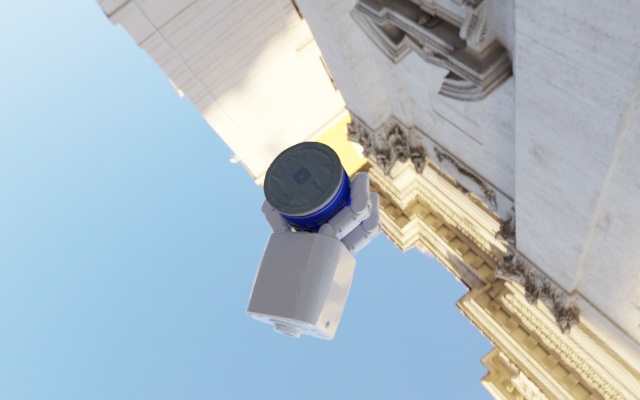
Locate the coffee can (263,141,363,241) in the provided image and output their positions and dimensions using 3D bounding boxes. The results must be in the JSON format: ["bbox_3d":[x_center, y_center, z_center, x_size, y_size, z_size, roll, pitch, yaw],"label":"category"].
[{"bbox_3d":[0.000,0.002,0.633,0.103,0.102,0.140,0,-27,22],"label":"coffee can"}]
